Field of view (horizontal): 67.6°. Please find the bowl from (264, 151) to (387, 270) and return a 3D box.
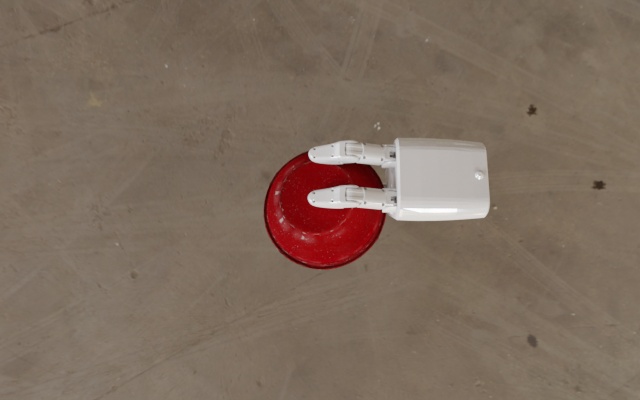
[{"bbox_3d":[-0.001,0.002,0.591,0.162,0.162,0.055,0,-14,11],"label":"bowl"}]
